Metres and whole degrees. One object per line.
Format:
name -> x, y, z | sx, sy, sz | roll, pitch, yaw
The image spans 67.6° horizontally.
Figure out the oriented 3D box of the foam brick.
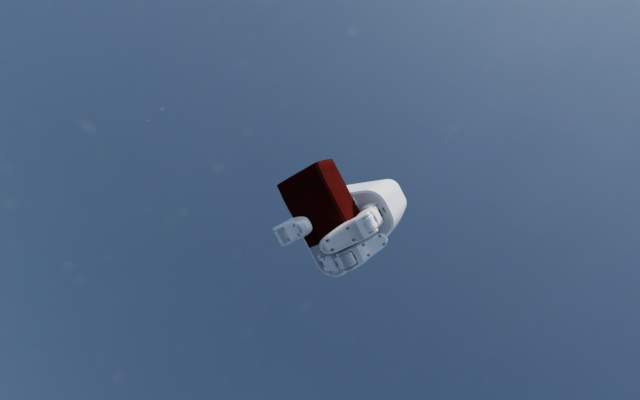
foam brick -> 0.000, 0.001, 0.511 | 0.053, 0.078, 0.051 | -26, 2, 24
